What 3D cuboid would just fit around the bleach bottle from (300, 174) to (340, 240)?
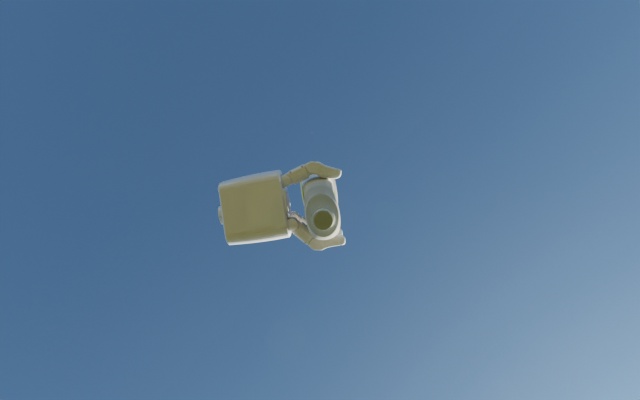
[{"bbox_3d":[0.000,0.003,0.803,0.068,0.102,0.251,-10,8,0],"label":"bleach bottle"}]
